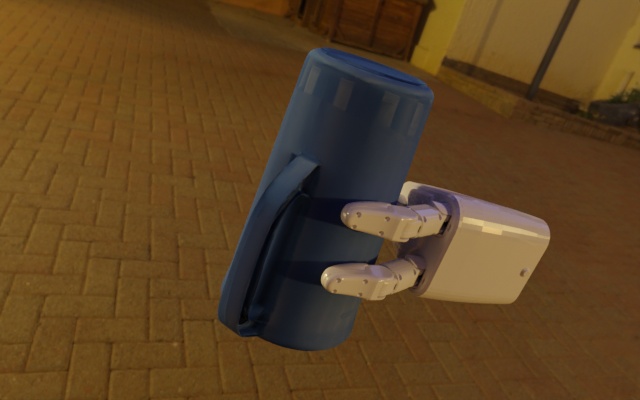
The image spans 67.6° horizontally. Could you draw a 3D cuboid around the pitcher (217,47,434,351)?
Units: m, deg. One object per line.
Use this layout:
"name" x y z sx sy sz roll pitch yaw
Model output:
"pitcher" 0.000 0.001 0.413 0.145 0.243 0.149 12 22 -19
